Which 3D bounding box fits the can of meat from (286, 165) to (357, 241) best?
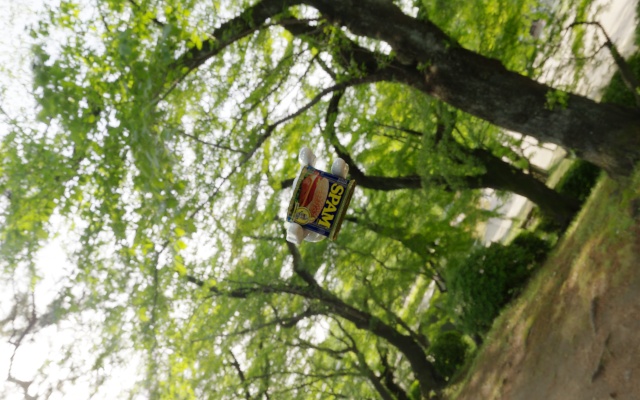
[{"bbox_3d":[0.000,0.002,0.759,0.084,0.102,0.057,20,0,10],"label":"can of meat"}]
